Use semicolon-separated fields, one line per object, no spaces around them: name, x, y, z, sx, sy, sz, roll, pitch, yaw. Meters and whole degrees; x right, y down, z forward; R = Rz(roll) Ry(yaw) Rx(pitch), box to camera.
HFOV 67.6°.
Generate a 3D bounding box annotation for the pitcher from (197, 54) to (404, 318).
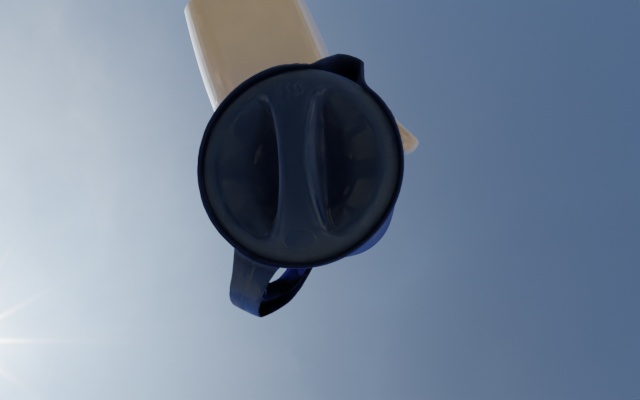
pitcher;0.000;0.001;0.409;0.149;0.145;0.243;-24;-12;6
